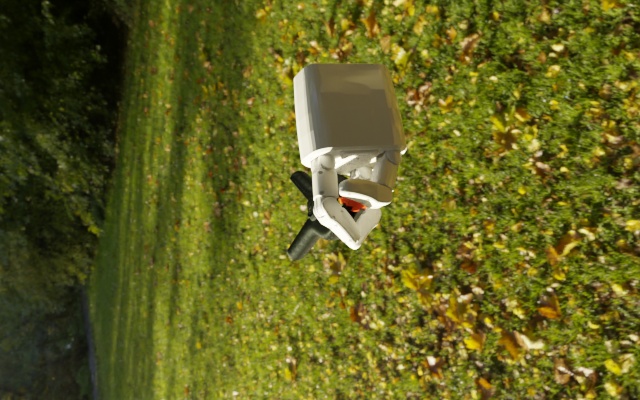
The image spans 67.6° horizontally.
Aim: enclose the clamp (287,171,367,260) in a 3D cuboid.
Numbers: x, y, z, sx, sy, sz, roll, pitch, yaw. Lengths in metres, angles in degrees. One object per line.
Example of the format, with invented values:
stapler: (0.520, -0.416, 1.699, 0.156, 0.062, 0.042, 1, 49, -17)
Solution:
clamp: (0.000, 0.002, 0.590, 0.039, 0.120, 0.171, 1, -16, -31)
